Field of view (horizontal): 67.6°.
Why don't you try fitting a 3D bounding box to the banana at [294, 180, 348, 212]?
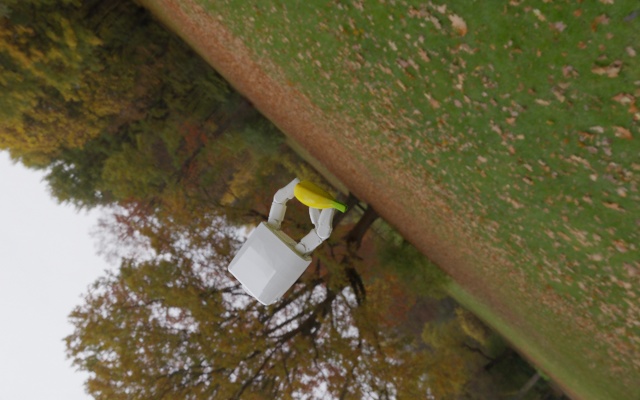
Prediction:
[{"bbox_3d":[-0.014,-0.007,0.804,0.069,0.037,0.198,36,-1,-15],"label":"banana"}]
